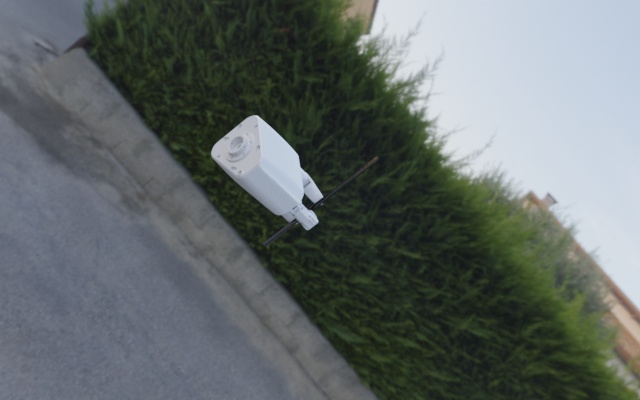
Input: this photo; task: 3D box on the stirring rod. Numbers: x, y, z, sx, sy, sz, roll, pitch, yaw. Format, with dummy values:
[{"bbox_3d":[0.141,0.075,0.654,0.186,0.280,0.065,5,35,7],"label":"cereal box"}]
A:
[{"bbox_3d":[0.000,0.003,0.795,0.239,0.011,0.011,-38,-5,7],"label":"stirring rod"}]
